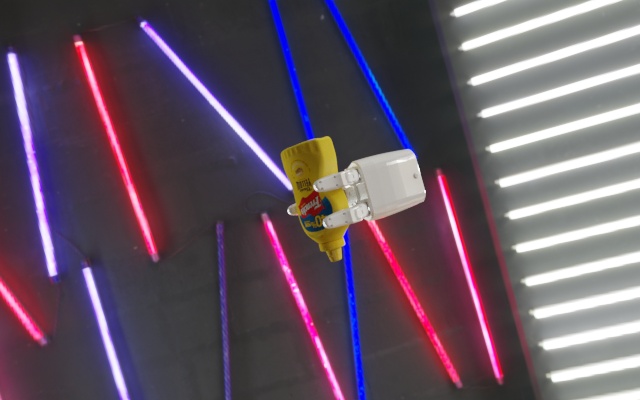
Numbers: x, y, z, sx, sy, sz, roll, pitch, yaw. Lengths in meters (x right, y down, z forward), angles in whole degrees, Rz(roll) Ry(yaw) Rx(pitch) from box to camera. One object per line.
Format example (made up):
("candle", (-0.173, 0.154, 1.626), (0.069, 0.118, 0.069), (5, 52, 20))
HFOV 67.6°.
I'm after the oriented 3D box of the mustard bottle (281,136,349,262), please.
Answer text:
("mustard bottle", (0.000, 0.002, 0.753), (0.058, 0.191, 0.096), (-18, 3, -44))
